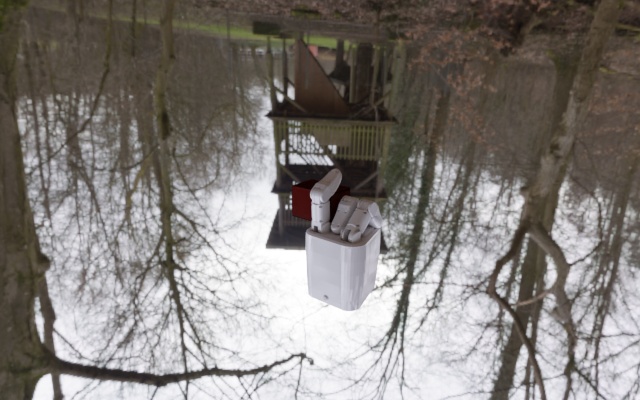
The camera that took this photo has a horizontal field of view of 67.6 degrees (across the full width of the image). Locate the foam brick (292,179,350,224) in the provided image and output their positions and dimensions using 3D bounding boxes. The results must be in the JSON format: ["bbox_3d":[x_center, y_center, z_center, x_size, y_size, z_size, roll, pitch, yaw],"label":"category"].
[{"bbox_3d":[0.000,0.002,0.737,0.078,0.051,0.053,14,22,38],"label":"foam brick"}]
